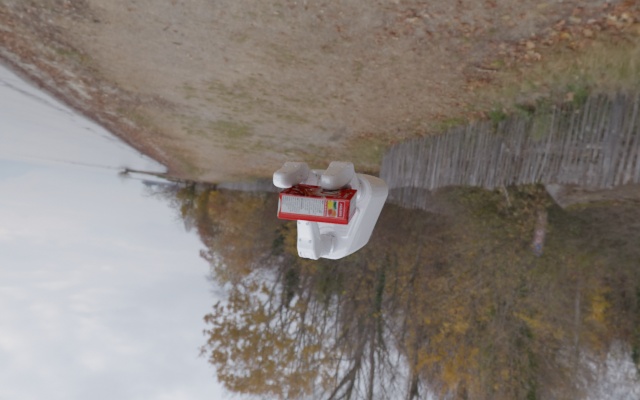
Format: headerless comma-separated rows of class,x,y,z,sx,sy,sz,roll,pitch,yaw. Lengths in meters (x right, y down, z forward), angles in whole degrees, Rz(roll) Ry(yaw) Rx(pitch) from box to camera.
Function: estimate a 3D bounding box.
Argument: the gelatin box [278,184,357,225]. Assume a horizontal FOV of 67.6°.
gelatin box,0.000,0.002,0.519,0.073,0.030,0.089,6,9,9
